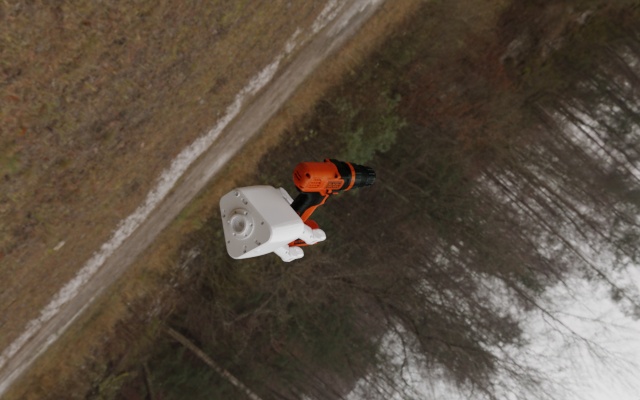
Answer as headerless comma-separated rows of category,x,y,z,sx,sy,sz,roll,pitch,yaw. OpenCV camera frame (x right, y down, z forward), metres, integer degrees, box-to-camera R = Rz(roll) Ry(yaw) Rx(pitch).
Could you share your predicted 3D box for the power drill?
power drill,0.000,0.003,0.894,0.184,0.188,0.057,0,43,-40
